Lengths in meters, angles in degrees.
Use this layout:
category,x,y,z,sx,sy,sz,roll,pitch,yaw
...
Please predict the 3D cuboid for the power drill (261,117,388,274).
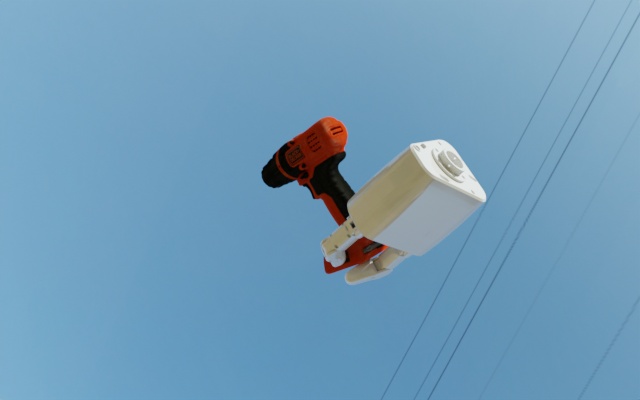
category,x,y,z,sx,sy,sz,roll,pitch,yaw
power drill,0.000,0.002,0.643,0.057,0.187,0.184,-27,-1,-36
